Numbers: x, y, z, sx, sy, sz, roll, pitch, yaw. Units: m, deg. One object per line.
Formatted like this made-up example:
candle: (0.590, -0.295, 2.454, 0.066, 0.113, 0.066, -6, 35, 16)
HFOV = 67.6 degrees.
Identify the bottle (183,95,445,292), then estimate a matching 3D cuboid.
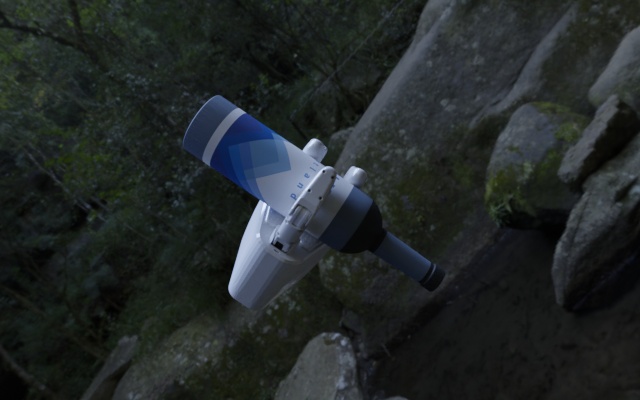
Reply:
bottle: (0.000, 0.001, 0.495, 0.296, 0.069, 0.069, 34, -1, -1)
